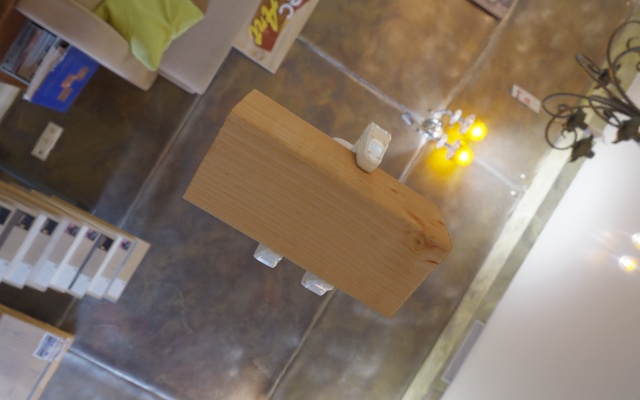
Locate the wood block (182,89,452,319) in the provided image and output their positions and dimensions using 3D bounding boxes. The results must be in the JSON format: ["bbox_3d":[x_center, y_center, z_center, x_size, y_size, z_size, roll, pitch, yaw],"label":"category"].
[{"bbox_3d":[0.000,0.001,0.425,0.206,0.091,0.090,31,22,-9],"label":"wood block"}]
